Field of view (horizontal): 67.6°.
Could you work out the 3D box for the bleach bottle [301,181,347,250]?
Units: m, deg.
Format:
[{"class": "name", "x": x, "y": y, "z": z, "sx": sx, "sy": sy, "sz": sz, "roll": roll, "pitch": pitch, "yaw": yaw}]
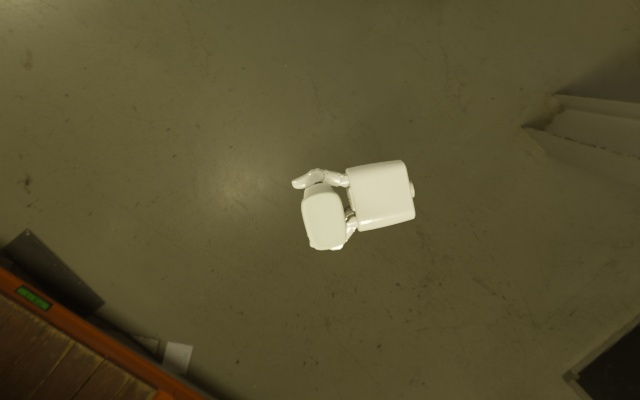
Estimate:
[{"class": "bleach bottle", "x": 0.000, "y": 0.003, "z": 0.894, "sx": 0.068, "sy": 0.102, "sz": 0.250, "roll": -12, "pitch": 16, "yaw": 0}]
